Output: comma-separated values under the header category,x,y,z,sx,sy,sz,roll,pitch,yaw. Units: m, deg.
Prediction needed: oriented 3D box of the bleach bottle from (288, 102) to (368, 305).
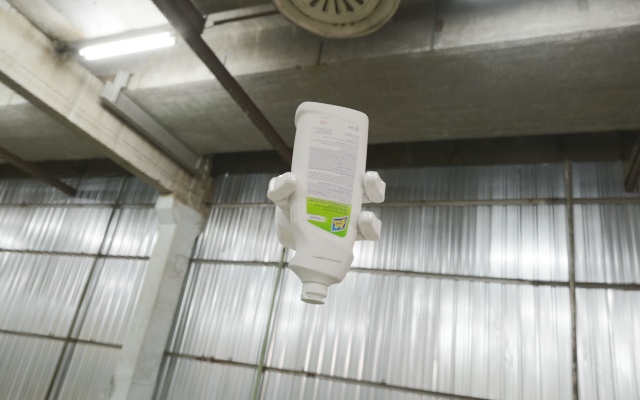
category,x,y,z,sx,sy,sz,roll,pitch,yaw
bleach bottle,0.000,0.002,0.601,0.102,0.250,0.068,10,-23,-2
